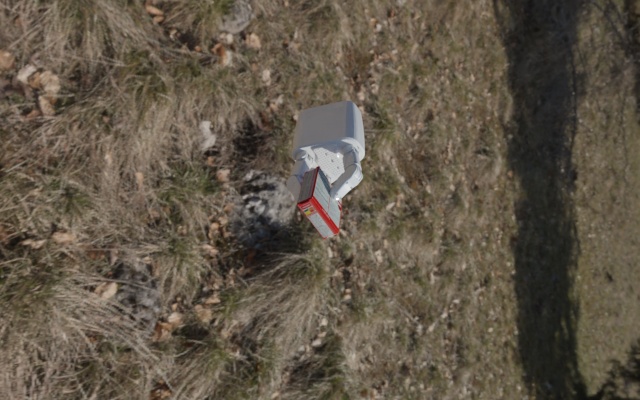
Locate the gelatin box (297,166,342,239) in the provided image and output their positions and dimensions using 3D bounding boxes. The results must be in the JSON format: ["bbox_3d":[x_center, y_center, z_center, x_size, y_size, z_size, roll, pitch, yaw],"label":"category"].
[{"bbox_3d":[0.000,0.002,0.716,0.030,0.073,0.089,-25,29,22],"label":"gelatin box"}]
